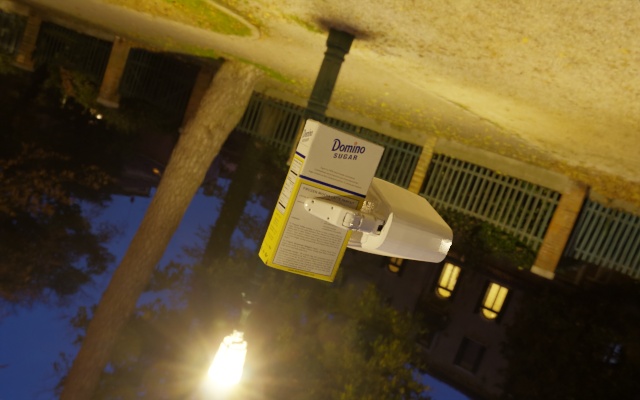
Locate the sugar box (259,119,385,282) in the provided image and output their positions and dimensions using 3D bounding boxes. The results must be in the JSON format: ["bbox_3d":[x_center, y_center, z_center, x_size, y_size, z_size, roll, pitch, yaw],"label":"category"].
[{"bbox_3d":[0.000,0.002,0.570,0.093,0.176,0.048,18,6,-25],"label":"sugar box"}]
